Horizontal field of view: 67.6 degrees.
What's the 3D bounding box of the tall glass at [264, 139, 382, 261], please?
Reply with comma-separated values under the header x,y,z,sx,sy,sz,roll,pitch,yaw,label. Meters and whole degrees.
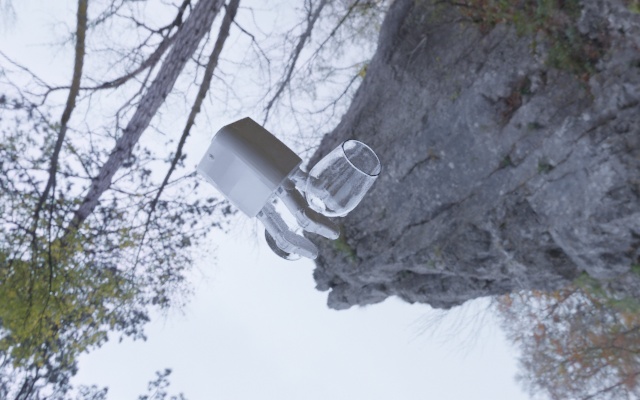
x,y,z,sx,sy,sz,roll,pitch,yaw,label
0.000,0.003,0.669,0.079,0.079,0.201,0,-35,-42,tall glass
